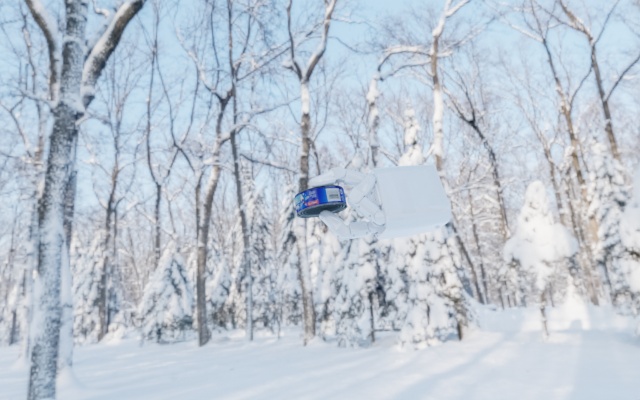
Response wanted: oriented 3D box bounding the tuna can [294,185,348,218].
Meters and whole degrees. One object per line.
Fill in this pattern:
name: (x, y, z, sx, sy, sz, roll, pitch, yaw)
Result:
tuna can: (0.000, 0.002, 0.793, 0.086, 0.033, 0.086, -10, -13, -2)
